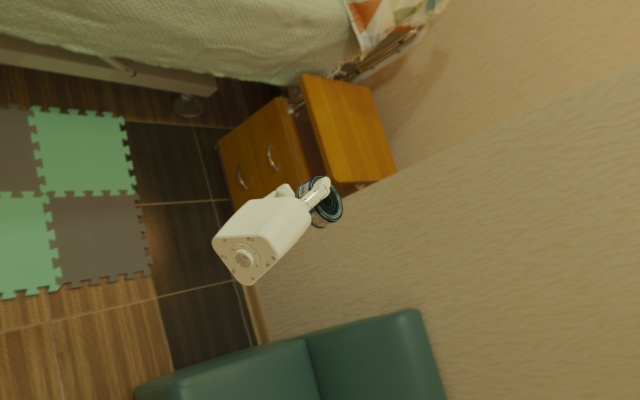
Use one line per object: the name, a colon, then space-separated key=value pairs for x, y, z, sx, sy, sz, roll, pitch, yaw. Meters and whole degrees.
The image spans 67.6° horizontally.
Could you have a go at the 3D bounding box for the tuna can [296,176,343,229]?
tuna can: x=0.001 y=0.002 z=0.816 sx=0.034 sy=0.086 sz=0.086 roll=-28 pitch=-16 yaw=33
